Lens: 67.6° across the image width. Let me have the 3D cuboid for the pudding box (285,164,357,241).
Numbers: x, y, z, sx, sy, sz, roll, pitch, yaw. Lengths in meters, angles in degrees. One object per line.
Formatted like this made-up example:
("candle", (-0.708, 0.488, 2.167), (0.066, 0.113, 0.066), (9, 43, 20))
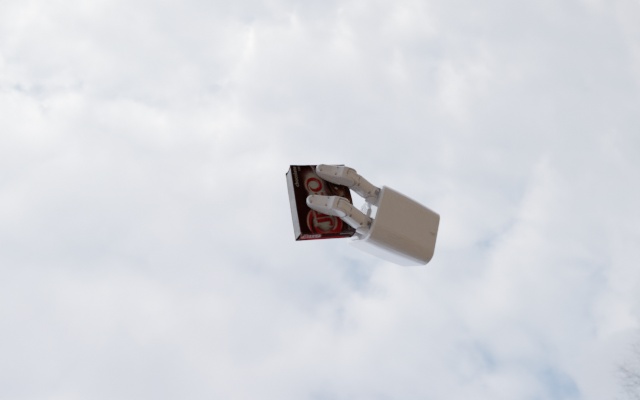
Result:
("pudding box", (0.000, 0.002, 0.715), (0.090, 0.113, 0.039), (-2, -24, -22))
